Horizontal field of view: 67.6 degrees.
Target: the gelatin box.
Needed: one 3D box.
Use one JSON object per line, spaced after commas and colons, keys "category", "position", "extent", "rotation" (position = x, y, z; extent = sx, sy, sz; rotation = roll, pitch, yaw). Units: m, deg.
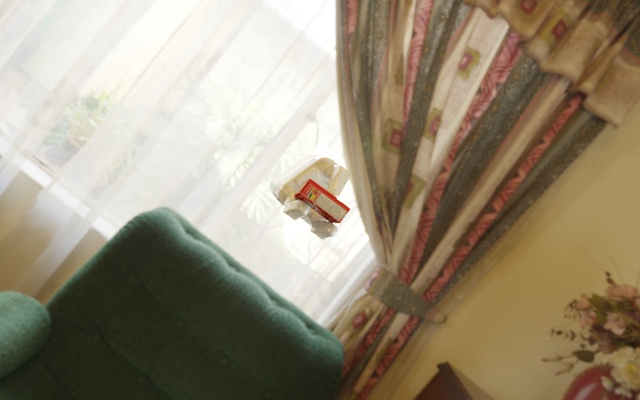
{"category": "gelatin box", "position": [0.000, 0.002, 0.705], "extent": [0.073, 0.030, 0.089], "rotation": [37, -6, -6]}
